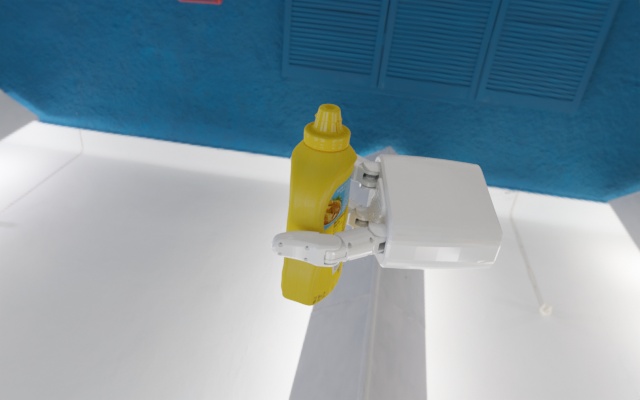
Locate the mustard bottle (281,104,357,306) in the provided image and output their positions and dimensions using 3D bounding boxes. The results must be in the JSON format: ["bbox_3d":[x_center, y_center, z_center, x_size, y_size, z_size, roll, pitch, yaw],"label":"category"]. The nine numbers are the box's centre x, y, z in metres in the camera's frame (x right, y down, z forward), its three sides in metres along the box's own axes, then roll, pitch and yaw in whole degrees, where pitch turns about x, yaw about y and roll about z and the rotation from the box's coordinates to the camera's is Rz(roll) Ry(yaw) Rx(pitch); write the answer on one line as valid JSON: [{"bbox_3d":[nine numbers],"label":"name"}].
[{"bbox_3d":[0.000,0.002,0.458,0.058,0.192,0.096,16,33,15],"label":"mustard bottle"}]
